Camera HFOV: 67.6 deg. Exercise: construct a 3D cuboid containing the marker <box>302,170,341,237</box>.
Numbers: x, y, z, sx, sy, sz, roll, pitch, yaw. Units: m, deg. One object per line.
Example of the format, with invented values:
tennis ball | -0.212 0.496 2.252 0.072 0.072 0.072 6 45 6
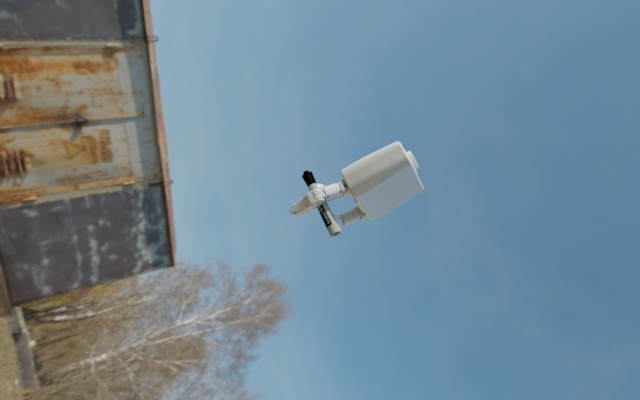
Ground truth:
marker | 0.000 0.003 0.773 0.020 0.121 0.020 -22 -21 -9
